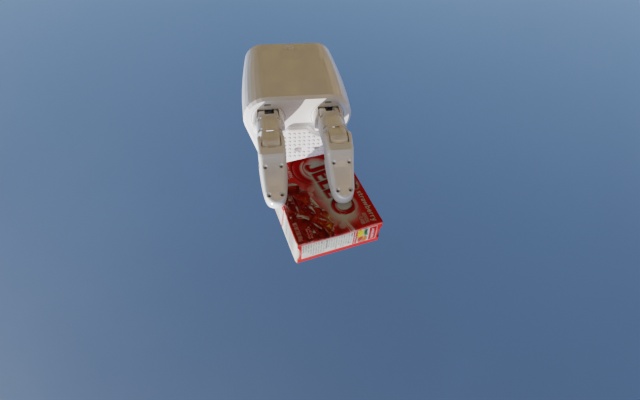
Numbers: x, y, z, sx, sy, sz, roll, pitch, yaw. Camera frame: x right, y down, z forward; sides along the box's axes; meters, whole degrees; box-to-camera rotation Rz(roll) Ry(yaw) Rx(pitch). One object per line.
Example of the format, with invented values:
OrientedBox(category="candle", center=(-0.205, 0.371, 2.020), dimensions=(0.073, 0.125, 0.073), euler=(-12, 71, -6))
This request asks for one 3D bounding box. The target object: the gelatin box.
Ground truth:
OrientedBox(category="gelatin box", center=(0.000, 0.002, 0.404), dimensions=(0.073, 0.089, 0.030), euler=(-14, -37, -16))
